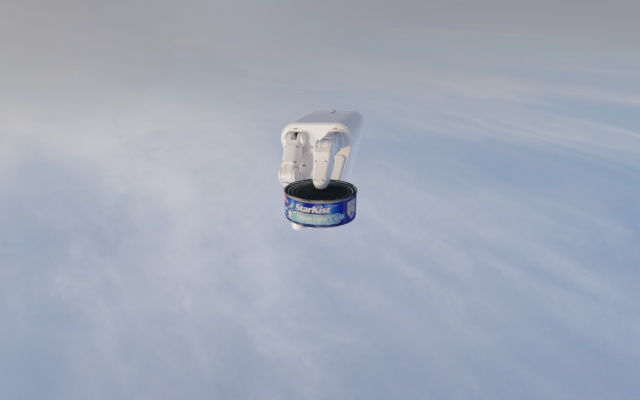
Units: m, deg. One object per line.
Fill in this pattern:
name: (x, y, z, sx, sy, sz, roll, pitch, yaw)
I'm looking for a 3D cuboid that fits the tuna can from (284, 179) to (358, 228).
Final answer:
tuna can: (0.000, 0.002, 0.560, 0.086, 0.034, 0.086, 0, 19, 0)
